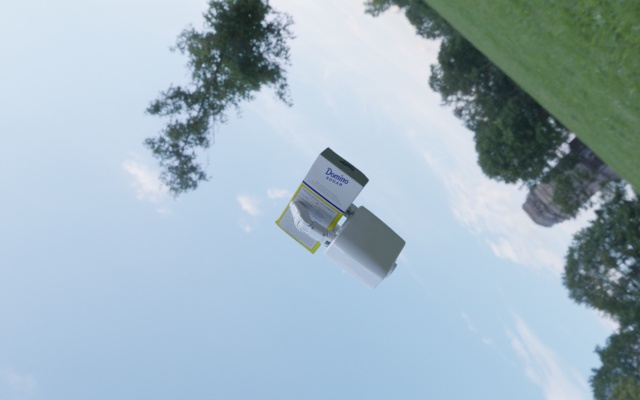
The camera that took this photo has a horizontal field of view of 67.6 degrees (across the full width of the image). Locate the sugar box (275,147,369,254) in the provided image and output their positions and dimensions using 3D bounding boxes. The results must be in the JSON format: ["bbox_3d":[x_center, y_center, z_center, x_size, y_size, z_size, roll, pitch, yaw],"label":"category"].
[{"bbox_3d":[0.000,0.003,0.834,0.093,0.176,0.048,38,31,4],"label":"sugar box"}]
